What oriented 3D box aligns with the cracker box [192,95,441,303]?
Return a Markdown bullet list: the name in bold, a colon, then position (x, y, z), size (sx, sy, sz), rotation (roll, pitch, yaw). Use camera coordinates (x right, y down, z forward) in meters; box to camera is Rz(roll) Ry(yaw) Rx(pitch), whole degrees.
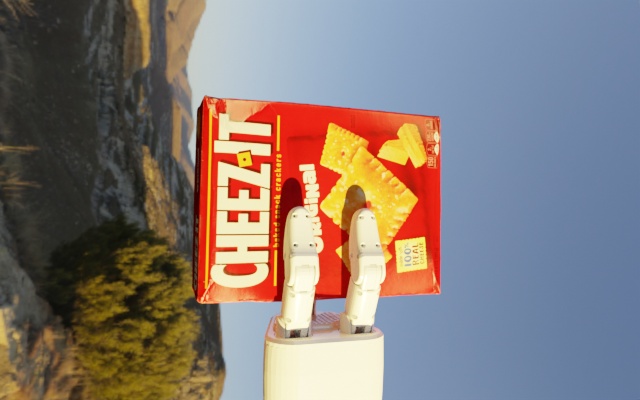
- **cracker box**: position (0.000, 0.001, 0.422), size (0.214, 0.164, 0.072), rotation (1, -1, -18)
